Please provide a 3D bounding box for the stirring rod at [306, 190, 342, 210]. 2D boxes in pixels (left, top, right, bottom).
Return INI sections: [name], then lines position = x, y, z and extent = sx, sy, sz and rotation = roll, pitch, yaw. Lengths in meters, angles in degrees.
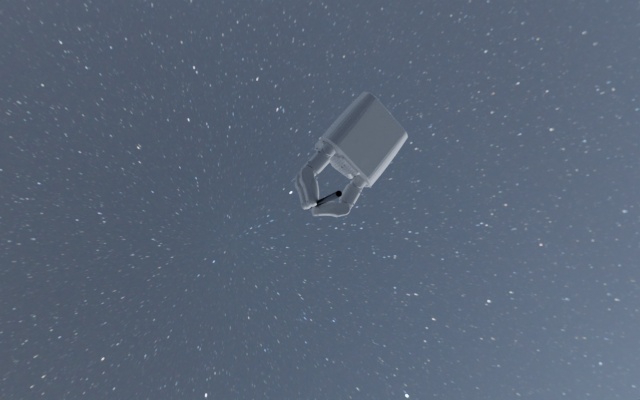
[stirring rod]
position = 0.000, 0.002, 0.703
extent = 0.011, 0.011, 0.239
rotation = 0, -5, -11
